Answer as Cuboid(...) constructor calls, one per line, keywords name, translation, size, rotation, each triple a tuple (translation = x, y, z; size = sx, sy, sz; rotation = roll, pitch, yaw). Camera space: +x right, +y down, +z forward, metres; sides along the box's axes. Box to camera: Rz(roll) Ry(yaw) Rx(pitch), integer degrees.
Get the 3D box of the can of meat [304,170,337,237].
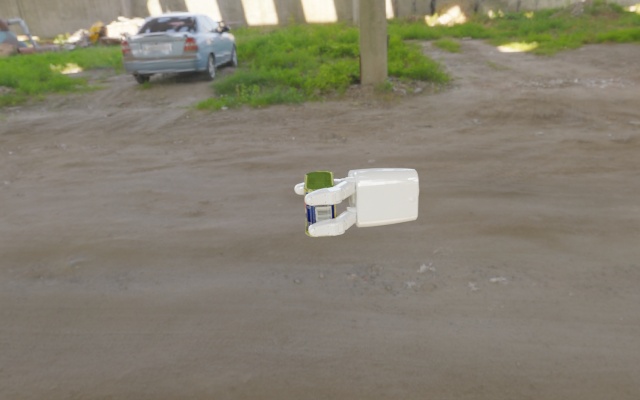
Cuboid(name="can of meat", translation=(0.000, 0.002, 0.827), size=(0.057, 0.084, 0.102), rotation=(-3, 23, 0))
